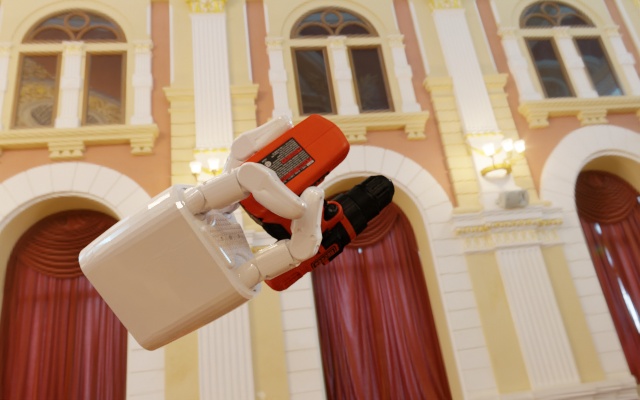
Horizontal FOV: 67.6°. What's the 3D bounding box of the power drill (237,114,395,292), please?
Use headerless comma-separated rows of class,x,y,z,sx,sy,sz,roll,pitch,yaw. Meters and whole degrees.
power drill,0.000,0.001,0.479,0.057,0.184,0.188,45,-13,28
